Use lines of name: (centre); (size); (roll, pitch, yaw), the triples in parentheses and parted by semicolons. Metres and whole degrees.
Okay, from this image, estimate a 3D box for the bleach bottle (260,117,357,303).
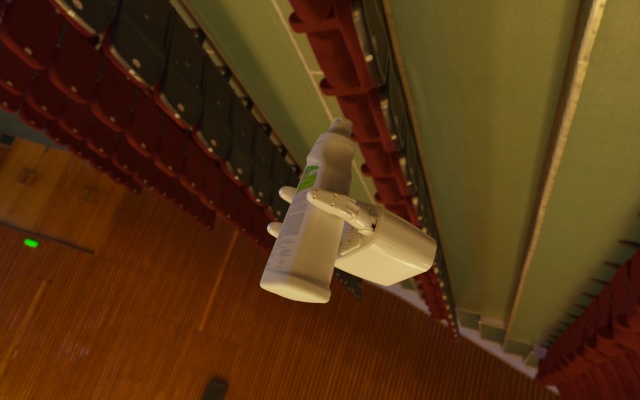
bleach bottle: (0.000, 0.002, 0.622); (0.068, 0.250, 0.102); (27, -21, -25)
